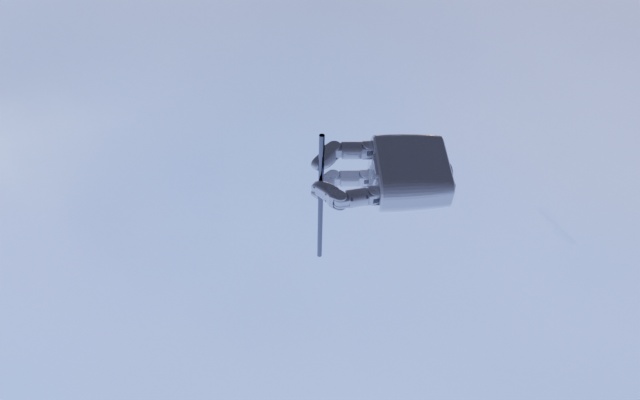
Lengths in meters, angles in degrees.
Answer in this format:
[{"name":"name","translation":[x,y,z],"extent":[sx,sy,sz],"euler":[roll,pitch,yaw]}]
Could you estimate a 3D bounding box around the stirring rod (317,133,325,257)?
[{"name":"stirring rod","translation":[0.000,0.002,0.712],"extent":[0.011,0.240,0.011],"euler":[1,43,-1]}]
